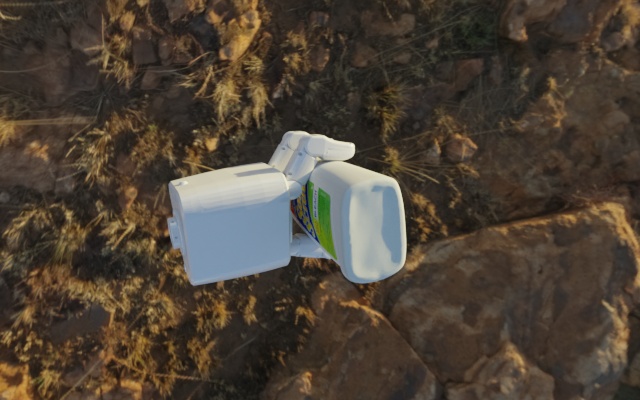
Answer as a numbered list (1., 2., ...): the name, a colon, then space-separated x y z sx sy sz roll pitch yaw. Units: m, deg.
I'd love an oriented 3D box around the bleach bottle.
1. bleach bottle: 0.000 0.002 0.540 0.068 0.102 0.250 -11 16 -21
